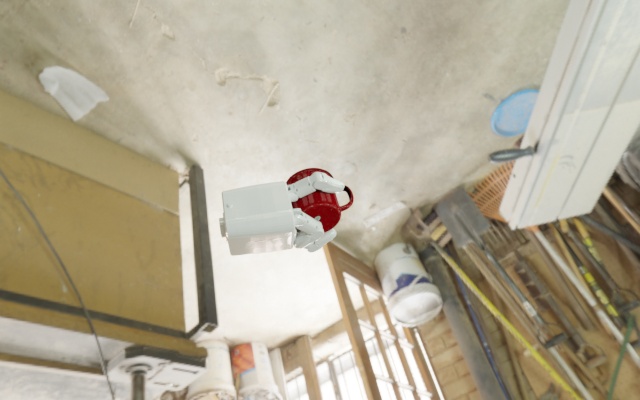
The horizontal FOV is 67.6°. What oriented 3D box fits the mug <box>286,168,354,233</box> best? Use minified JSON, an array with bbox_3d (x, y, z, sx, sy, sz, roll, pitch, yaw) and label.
[{"bbox_3d":[0.002,0.003,0.826,0.117,0.081,0.093,-9,-42,-8],"label":"mug"}]
